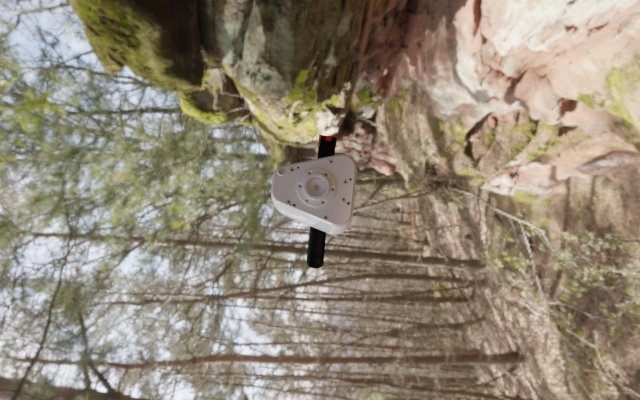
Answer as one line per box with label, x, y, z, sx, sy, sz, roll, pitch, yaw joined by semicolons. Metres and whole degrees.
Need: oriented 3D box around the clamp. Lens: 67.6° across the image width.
clamp;-0.001;0.002;0.767;0.036;0.210;0.164;6;-7;-2
